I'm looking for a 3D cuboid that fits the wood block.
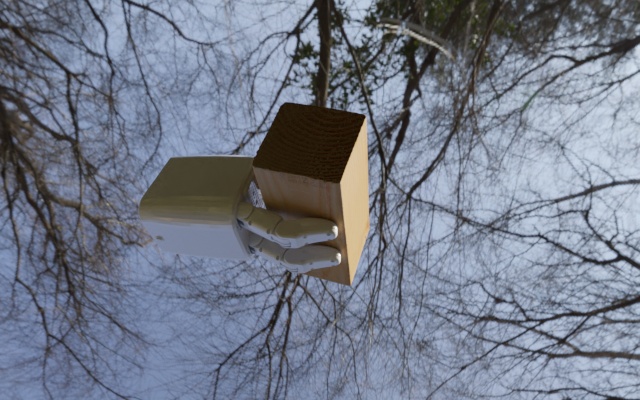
[{"bbox_3d":[0.000,0.002,0.534,0.090,0.090,0.206,12,-33,15],"label":"wood block"}]
